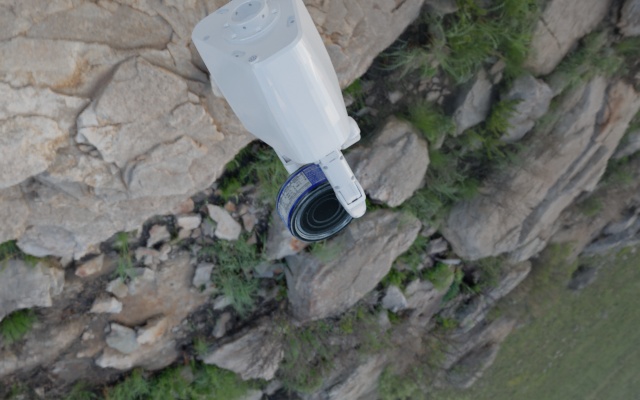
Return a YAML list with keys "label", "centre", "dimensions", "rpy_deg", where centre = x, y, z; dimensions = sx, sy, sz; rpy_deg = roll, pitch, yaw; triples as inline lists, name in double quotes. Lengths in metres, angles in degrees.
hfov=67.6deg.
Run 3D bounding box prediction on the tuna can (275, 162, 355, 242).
- label: "tuna can"
  centre: [0.000, 0.002, 0.483]
  dimensions: [0.086, 0.086, 0.033]
  rpy_deg: [0, 40, -38]
